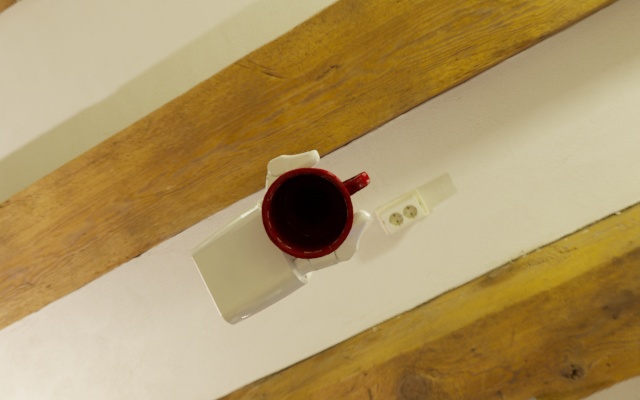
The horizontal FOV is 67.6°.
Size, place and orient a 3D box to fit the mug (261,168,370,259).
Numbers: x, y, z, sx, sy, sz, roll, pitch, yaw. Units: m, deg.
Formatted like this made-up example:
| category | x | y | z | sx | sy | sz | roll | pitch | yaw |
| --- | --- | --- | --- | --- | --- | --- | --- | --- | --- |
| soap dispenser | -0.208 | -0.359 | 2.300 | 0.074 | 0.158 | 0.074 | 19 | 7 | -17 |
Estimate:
| category | x | y | z | sx | sy | sz | roll | pitch | yaw |
| --- | --- | --- | --- | --- | --- | --- | --- | --- | --- |
| mug | 0.001 | 0.001 | 0.514 | 0.117 | 0.093 | 0.081 | -32 | 4 | 9 |
